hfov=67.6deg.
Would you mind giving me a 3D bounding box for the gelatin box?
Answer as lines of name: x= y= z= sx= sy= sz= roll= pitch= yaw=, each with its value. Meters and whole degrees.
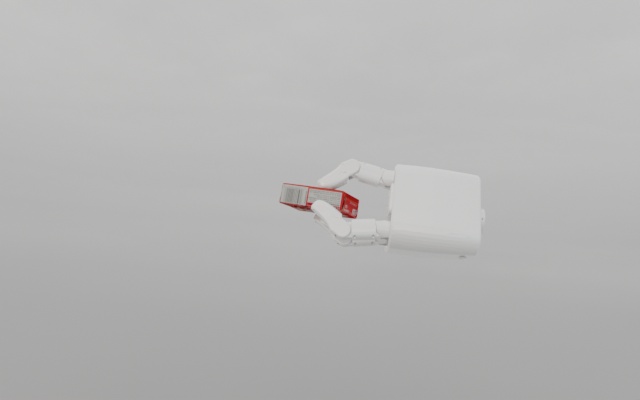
gelatin box: x=0.000 y=0.002 z=0.639 sx=0.089 sy=0.030 sz=0.073 roll=8 pitch=-6 yaw=19
